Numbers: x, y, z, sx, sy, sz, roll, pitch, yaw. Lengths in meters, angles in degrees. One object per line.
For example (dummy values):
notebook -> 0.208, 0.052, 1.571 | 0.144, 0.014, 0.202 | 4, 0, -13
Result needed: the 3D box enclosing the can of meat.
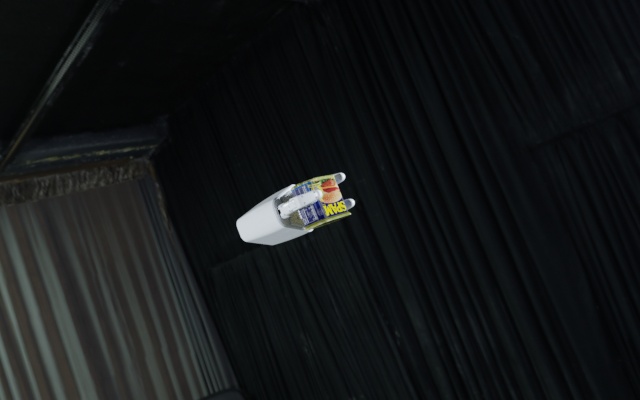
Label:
can of meat -> 0.000, 0.003, 0.887 | 0.057, 0.084, 0.102 | -26, -7, 35
